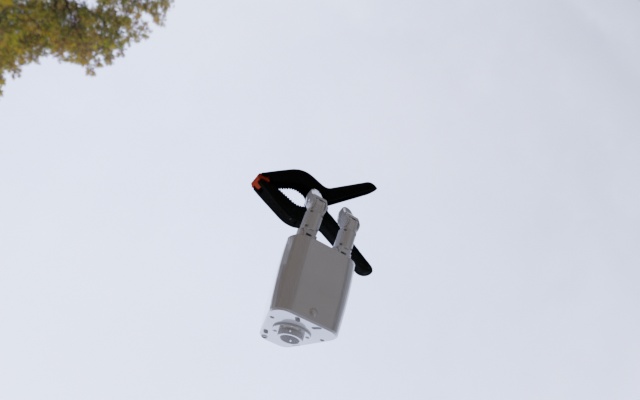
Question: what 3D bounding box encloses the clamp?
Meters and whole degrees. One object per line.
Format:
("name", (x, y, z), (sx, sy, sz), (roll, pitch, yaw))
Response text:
("clamp", (-0.001, 0.003, 0.712), (0.210, 0.164, 0.036), (29, -40, -16))
